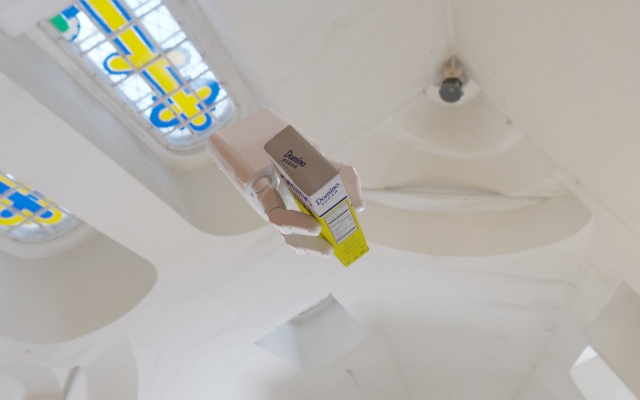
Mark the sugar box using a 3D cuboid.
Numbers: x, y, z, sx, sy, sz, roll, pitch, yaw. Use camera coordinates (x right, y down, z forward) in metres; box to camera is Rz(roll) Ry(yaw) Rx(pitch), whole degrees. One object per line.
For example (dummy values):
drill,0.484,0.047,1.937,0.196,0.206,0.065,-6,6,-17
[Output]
sugar box,0.000,0.002,0.551,0.093,0.048,0.176,47,-7,34
